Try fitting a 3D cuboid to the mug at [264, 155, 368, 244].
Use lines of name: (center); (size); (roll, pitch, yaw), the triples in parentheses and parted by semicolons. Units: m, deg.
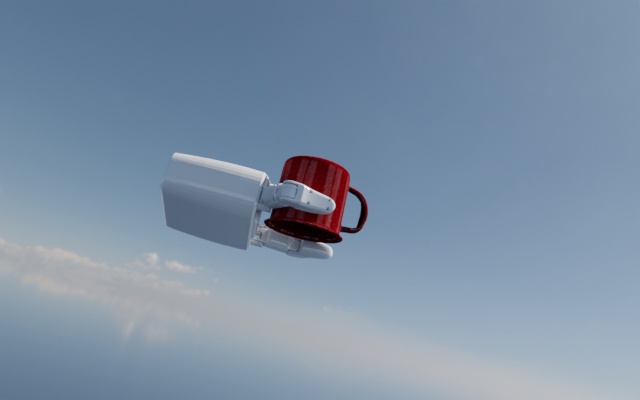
mug: (0.002, 0.002, 0.562); (0.117, 0.081, 0.093); (14, -16, -5)
